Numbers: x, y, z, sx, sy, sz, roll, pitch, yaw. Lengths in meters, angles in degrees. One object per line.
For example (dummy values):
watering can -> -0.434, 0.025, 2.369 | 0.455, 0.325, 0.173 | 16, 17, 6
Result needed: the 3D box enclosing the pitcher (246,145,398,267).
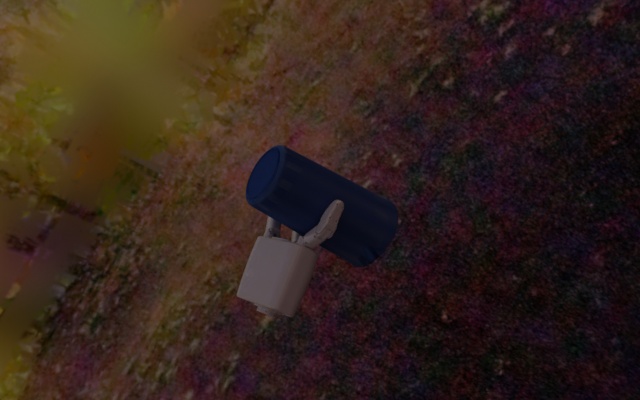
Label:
pitcher -> 0.000, 0.003, 0.806 | 0.243, 0.145, 0.149 | 29, -17, -28
